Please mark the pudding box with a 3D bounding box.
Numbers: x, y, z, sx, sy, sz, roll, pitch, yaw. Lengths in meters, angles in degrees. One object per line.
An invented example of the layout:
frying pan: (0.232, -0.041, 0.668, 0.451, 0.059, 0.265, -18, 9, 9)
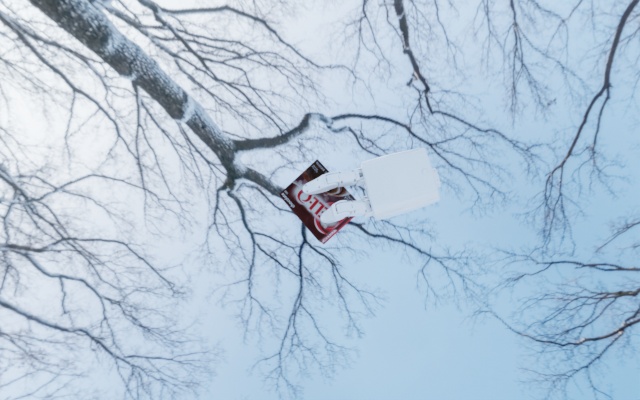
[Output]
pudding box: (0.000, 0.003, 0.796, 0.090, 0.113, 0.039, -42, -21, -1)
